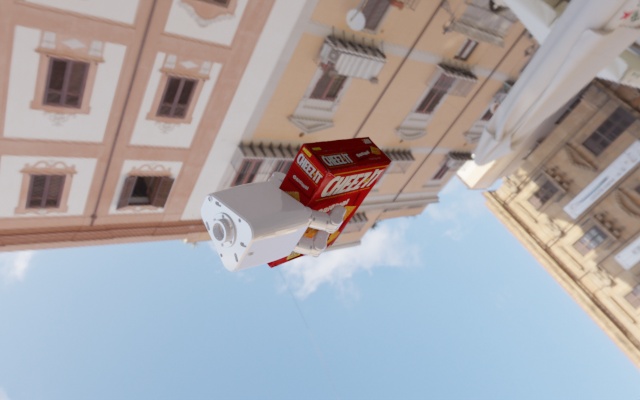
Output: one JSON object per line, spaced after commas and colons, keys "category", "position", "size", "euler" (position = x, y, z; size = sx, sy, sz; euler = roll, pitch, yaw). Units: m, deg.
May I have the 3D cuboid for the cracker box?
{"category": "cracker box", "position": [0.000, 0.003, 0.784], "size": [0.164, 0.214, 0.072], "euler": [-14, 55, -48]}
